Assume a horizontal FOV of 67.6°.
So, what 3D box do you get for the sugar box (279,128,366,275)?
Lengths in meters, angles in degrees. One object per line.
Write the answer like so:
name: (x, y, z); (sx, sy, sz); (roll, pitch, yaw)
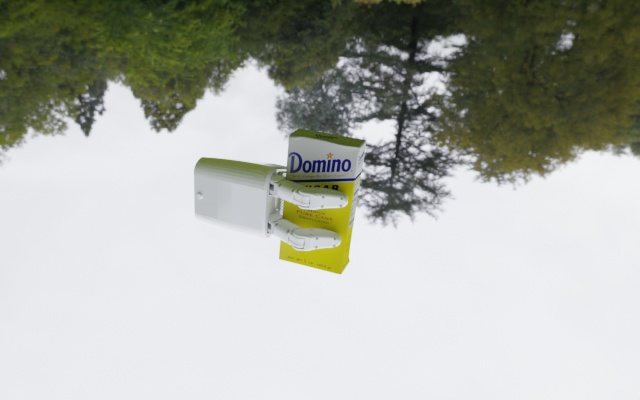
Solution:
sugar box: (0.000, 0.002, 0.621); (0.093, 0.176, 0.048); (11, 24, 14)
